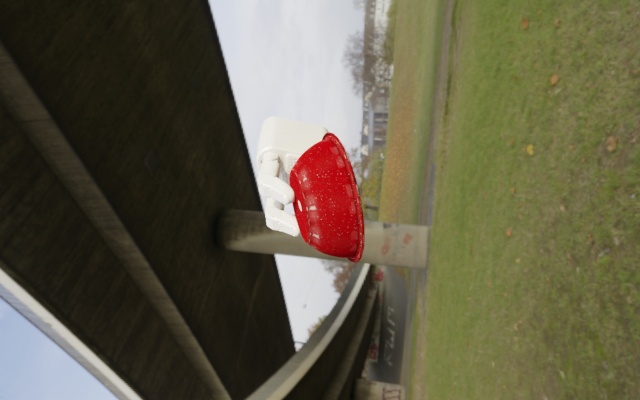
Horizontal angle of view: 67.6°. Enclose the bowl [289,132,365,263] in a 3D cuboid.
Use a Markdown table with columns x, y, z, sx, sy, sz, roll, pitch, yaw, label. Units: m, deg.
| x | y | z | sx | sy | sz | roll | pitch | yaw | label |
| --- | --- | --- | --- | --- | --- | --- | --- | --- | --- |
| 0.000 | 0.002 | 0.576 | 0.055 | 0.162 | 0.162 | -12 | 3 | -13 | bowl |
